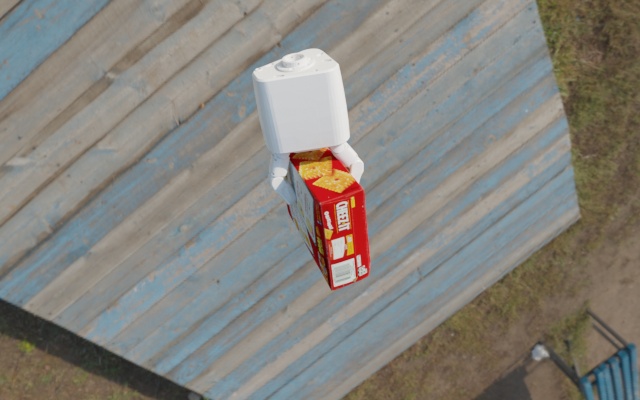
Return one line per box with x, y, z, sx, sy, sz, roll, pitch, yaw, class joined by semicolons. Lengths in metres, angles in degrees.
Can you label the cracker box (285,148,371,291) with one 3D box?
0.000;0.003;0.727;0.072;0.164;0.213;-18;37;-12;cracker box
